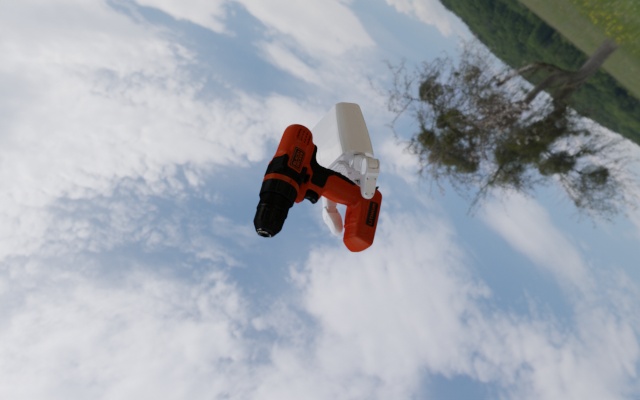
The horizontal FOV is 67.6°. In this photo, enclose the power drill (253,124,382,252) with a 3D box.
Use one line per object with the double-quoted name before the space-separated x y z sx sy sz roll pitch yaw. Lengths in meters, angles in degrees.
"power drill" 0.000 0.002 0.695 0.188 0.184 0.057 33 -33 -27
